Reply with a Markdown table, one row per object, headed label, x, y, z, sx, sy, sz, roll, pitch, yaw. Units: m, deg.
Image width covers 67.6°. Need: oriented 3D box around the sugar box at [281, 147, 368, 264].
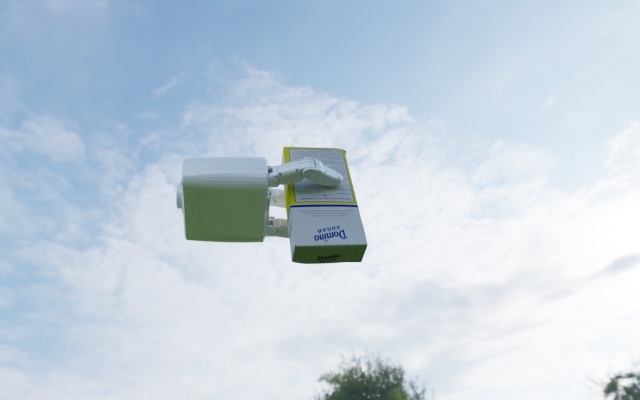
| label | x | y | z | sx | sy | sz | roll | pitch | yaw |
| --- | --- | --- | --- | --- | --- | --- | --- | --- | --- |
| sugar box | 0.000 | 0.002 | 0.640 | 0.093 | 0.176 | 0.048 | 1 | -40 | -11 |
